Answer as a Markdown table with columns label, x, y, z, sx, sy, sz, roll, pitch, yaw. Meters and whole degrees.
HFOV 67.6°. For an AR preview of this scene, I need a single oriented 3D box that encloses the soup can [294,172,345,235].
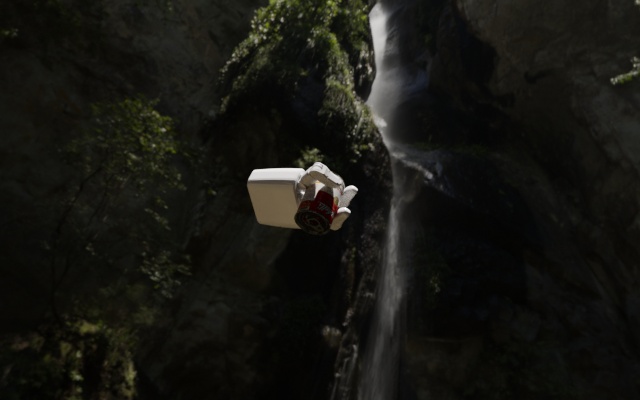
| label | x | y | z | sx | sy | sz | roll | pitch | yaw |
| --- | --- | --- | --- | --- | --- | --- | --- | --- | --- |
| soup can | 0.001 | 0.003 | 0.877 | 0.068 | 0.102 | 0.069 | 14 | -37 | 11 |
